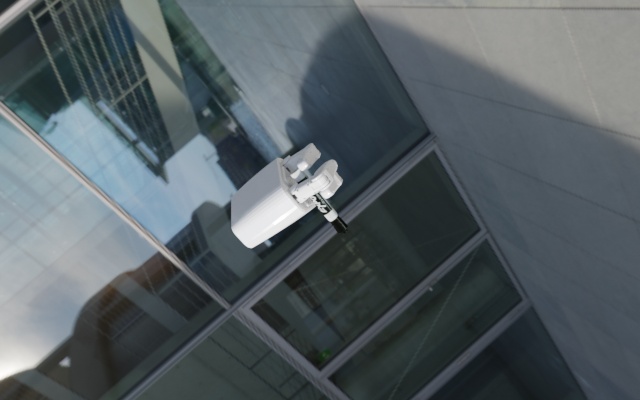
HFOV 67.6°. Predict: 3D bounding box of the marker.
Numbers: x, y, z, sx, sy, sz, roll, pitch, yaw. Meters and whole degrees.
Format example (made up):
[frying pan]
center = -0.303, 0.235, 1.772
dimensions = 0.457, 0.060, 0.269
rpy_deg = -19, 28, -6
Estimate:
[marker]
center = 0.000, 0.002, 0.707
dimensions = 0.020, 0.121, 0.020
rpy_deg = -37, 14, 10
